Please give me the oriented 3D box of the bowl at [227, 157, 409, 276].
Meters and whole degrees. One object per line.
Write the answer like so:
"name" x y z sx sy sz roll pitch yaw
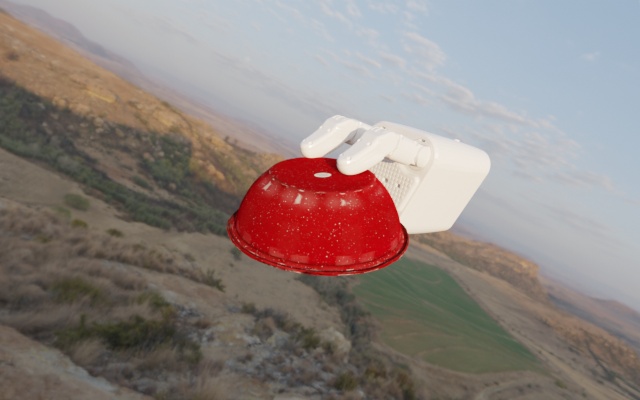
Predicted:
"bowl" -0.001 0.001 0.417 0.162 0.055 0.162 4 23 -2
